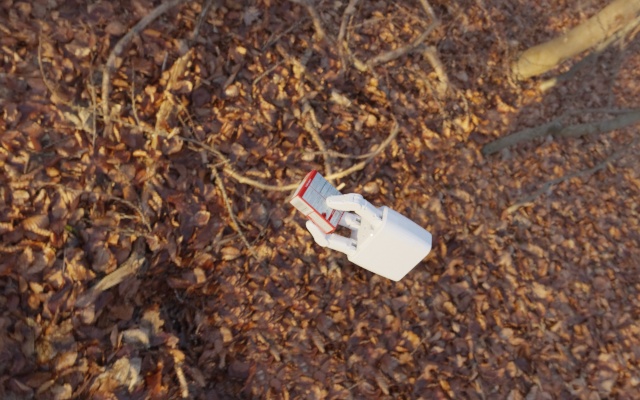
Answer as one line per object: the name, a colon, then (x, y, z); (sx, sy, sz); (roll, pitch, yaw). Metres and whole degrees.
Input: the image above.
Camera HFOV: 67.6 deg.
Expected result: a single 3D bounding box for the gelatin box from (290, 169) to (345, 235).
gelatin box: (0.000, 0.002, 0.810); (0.030, 0.089, 0.073); (-34, 20, 45)
